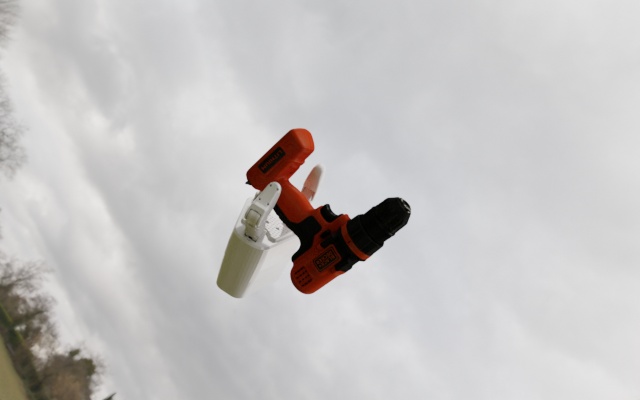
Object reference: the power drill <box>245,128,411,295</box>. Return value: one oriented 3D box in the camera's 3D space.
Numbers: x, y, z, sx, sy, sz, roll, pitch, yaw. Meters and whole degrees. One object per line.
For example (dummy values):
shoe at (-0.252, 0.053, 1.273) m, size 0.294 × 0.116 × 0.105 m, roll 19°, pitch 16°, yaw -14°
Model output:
power drill at (0.000, 0.002, 0.610) m, size 0.184 × 0.187 × 0.057 m, roll -39°, pitch -17°, yaw 22°
